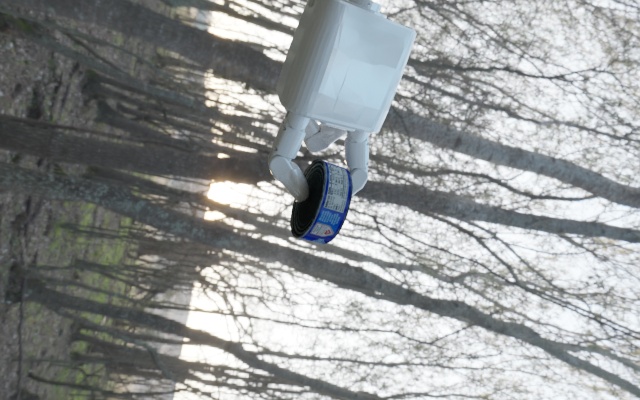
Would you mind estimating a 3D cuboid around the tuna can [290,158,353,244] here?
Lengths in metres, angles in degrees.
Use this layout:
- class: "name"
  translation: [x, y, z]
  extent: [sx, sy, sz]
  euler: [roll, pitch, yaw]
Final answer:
- class: "tuna can"
  translation: [0.001, 0.002, 0.502]
  extent: [0.034, 0.086, 0.086]
  euler: [17, -6, -20]
